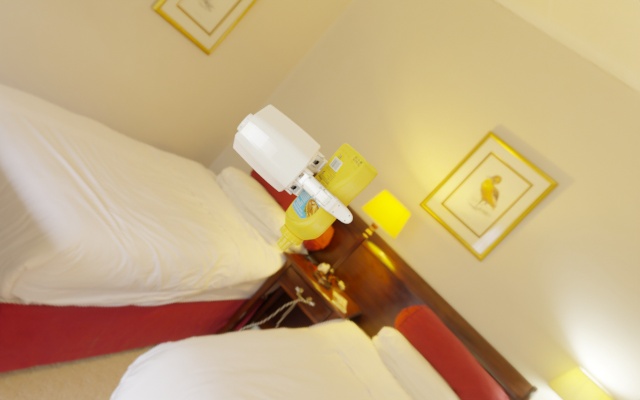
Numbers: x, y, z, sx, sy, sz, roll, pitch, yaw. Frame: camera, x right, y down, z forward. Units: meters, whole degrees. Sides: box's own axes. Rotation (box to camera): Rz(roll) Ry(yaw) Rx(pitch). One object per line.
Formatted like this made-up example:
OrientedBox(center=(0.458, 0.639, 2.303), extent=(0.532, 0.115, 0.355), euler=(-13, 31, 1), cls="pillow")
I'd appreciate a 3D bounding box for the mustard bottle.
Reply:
OrientedBox(center=(0.001, 0.002, 0.746), extent=(0.058, 0.191, 0.096), euler=(39, 7, -30), cls="mustard bottle")
